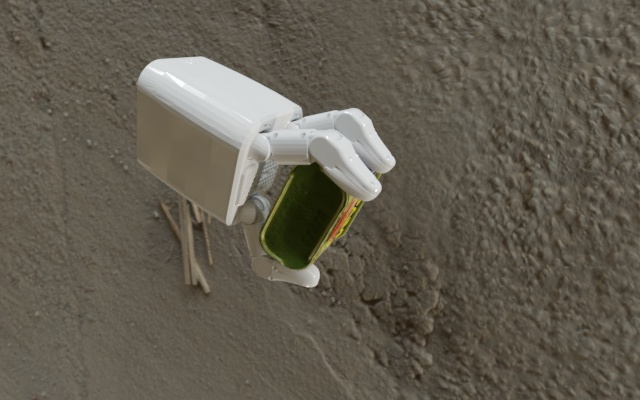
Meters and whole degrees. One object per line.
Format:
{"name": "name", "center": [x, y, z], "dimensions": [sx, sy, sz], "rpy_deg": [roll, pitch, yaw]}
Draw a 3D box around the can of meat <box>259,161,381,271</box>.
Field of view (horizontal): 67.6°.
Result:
{"name": "can of meat", "center": [0.000, 0.002, 0.408], "dimensions": [0.057, 0.102, 0.084], "rpy_deg": [34, 28, 9]}
